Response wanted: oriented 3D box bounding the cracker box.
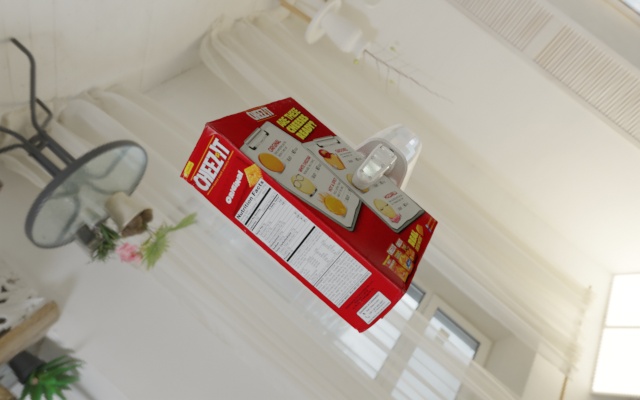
[{"bbox_3d":[0.000,0.002,0.463,0.213,0.072,0.164,40,29,5],"label":"cracker box"}]
